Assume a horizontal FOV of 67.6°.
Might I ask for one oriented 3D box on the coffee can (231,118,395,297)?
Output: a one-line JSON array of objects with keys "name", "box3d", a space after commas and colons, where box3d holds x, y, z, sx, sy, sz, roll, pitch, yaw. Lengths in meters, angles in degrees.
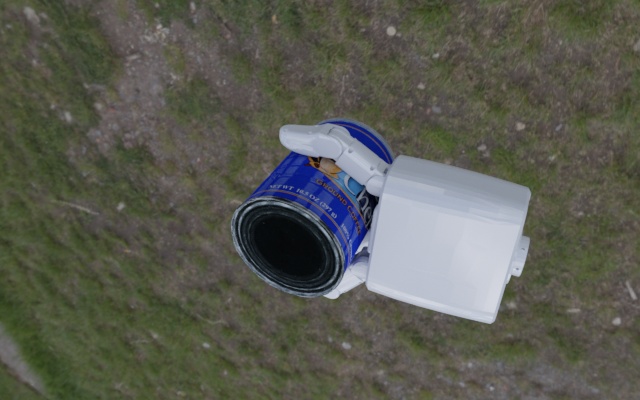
[{"name": "coffee can", "box3d": [0.000, 0.001, 0.432, 0.103, 0.103, 0.140, 0, 34, 29]}]
